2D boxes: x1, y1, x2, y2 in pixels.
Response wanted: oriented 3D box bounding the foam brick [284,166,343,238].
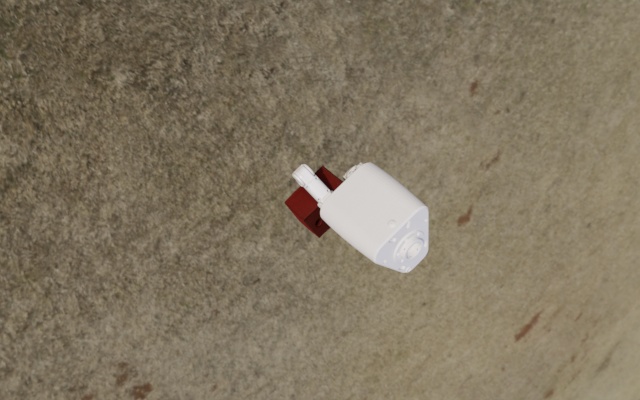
[{"bbox_3d":[0.000,0.002,0.667,0.051,0.078,0.053,42,-6,38],"label":"foam brick"}]
